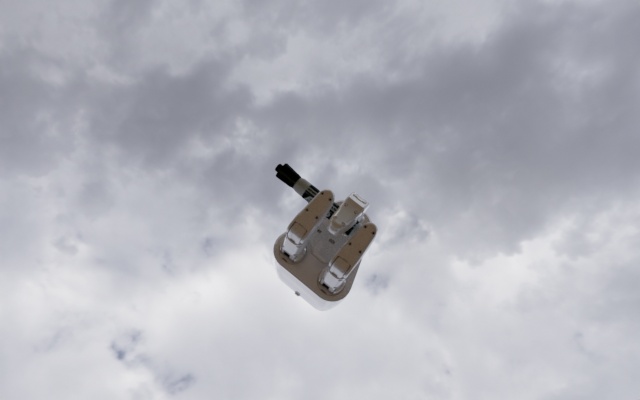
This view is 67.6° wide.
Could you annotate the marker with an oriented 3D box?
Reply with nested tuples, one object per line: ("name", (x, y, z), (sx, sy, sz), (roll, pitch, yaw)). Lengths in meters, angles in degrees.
("marker", (0.000, 0.002, 0.501), (0.121, 0.020, 0.020), (39, 7, 9))
